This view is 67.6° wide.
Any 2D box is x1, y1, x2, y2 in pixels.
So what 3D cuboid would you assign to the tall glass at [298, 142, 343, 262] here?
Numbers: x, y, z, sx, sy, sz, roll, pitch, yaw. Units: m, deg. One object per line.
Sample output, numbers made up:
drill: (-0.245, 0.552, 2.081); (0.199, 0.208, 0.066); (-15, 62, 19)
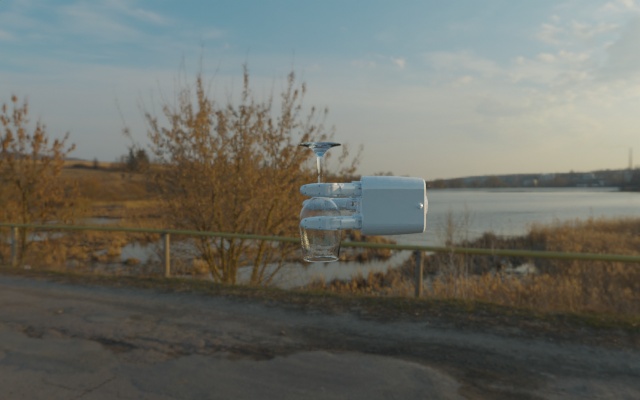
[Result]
tall glass: (0.000, 0.002, 0.823); (0.079, 0.201, 0.079); (0, 2, 0)
